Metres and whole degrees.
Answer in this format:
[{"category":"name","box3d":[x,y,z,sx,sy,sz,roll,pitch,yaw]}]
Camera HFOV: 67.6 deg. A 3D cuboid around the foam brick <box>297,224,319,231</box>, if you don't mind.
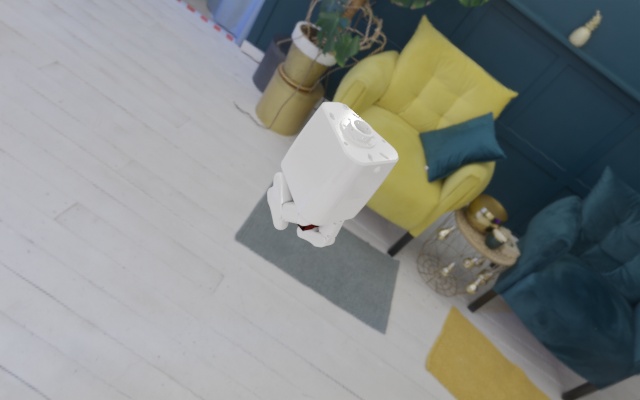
[{"category":"foam brick","box3d":[0.000,0.002,0.658,0.078,0.053,0.051,-11,-34,-46]}]
